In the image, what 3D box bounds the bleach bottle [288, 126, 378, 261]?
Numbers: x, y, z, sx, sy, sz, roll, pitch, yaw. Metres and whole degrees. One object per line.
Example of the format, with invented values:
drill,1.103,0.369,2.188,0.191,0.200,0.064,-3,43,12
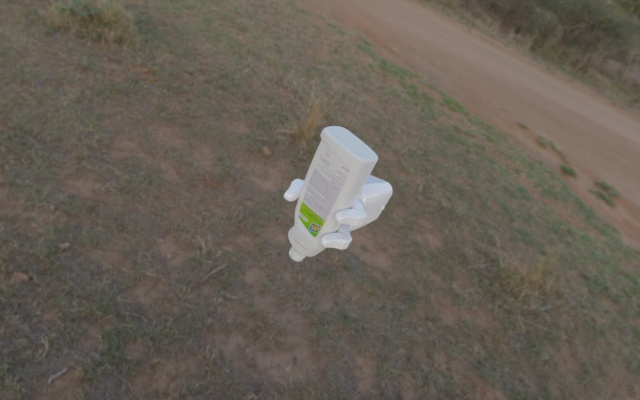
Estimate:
bleach bottle,0.000,0.003,0.830,0.102,0.251,0.068,43,33,24
